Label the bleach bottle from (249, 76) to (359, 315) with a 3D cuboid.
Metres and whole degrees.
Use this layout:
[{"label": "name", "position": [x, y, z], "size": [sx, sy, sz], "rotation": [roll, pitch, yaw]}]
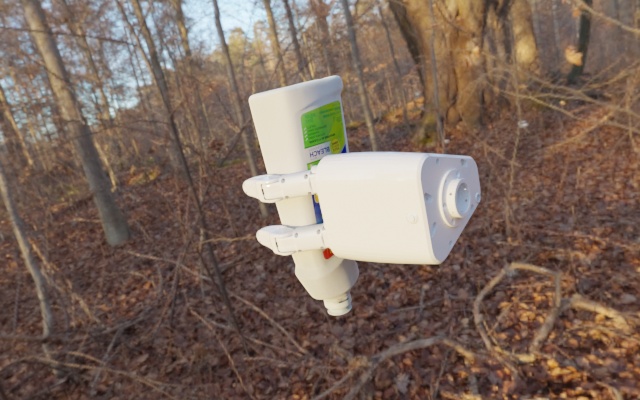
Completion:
[{"label": "bleach bottle", "position": [0.000, 0.002, 0.514], "size": [0.068, 0.251, 0.102], "rotation": [0, 20, 41]}]
